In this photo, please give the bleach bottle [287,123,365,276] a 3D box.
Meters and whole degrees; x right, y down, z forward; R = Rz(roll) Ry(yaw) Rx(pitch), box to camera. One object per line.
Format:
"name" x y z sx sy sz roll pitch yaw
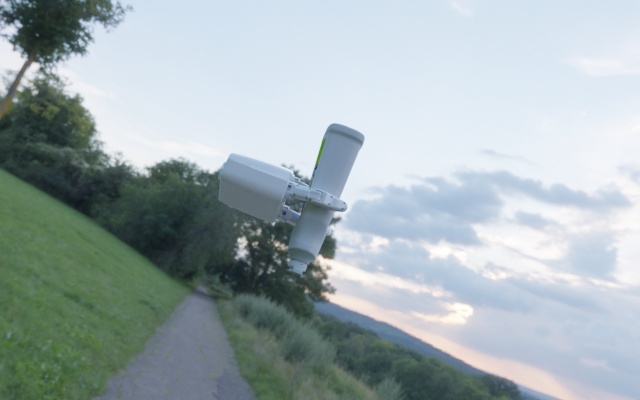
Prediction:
"bleach bottle" 0.000 0.003 0.803 0.068 0.250 0.102 21 -13 -4
